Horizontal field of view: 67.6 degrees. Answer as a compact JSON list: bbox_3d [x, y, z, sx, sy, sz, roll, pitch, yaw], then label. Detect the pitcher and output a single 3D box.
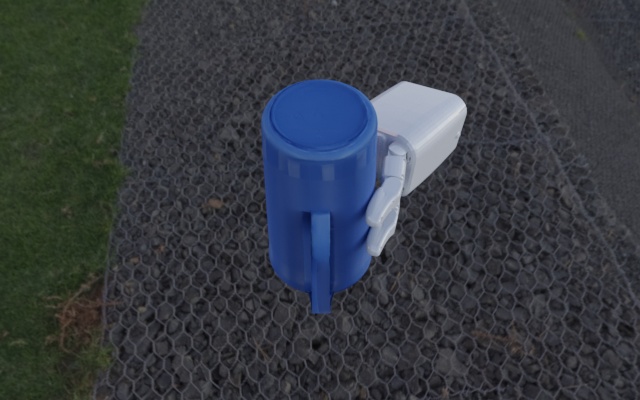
[{"bbox_3d":[0.000,0.002,0.522,0.145,0.243,0.149,-38,61,-24],"label":"pitcher"}]
